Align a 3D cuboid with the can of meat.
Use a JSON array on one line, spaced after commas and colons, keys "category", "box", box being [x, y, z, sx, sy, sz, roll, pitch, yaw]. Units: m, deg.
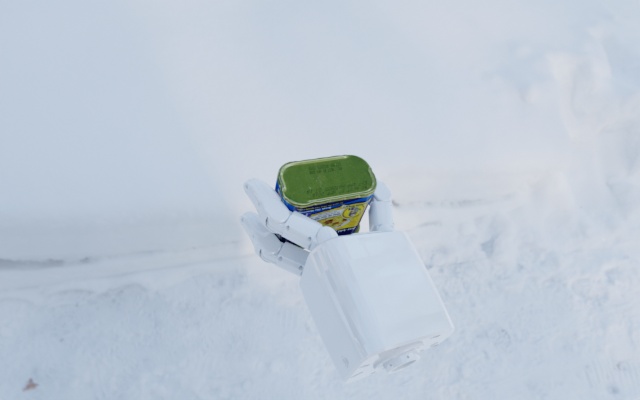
[{"category": "can of meat", "box": [0.000, 0.001, 0.488, 0.102, 0.057, 0.084, -10, -31, -19]}]
